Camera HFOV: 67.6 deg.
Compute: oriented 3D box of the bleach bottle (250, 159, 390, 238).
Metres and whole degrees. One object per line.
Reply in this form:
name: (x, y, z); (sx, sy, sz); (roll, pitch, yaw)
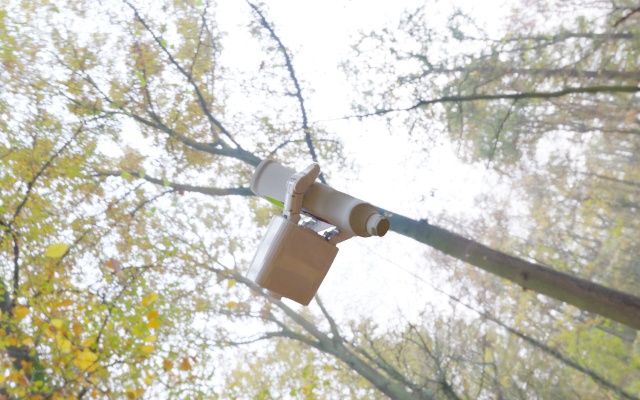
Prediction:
bleach bottle: (0.000, 0.002, 0.748); (0.250, 0.068, 0.103); (21, -8, 45)
